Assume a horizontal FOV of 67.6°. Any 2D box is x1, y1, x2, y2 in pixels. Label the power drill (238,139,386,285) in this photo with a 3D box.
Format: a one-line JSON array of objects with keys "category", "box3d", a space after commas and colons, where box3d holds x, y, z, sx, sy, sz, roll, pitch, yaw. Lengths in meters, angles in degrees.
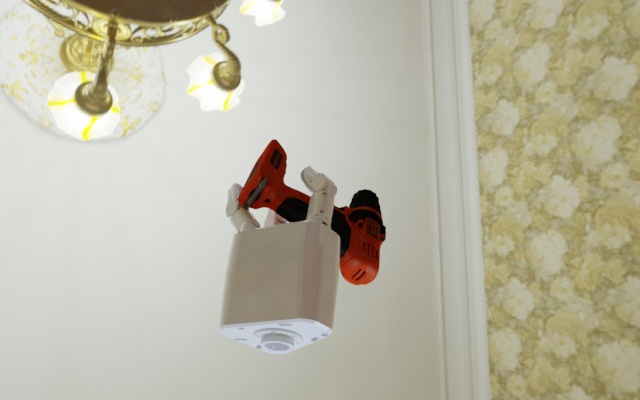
[{"category": "power drill", "box3d": [0.000, 0.002, 0.602, 0.188, 0.057, 0.184, 32, 27, -11]}]
